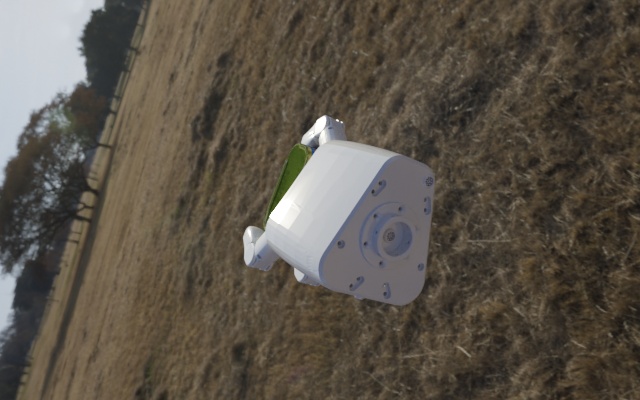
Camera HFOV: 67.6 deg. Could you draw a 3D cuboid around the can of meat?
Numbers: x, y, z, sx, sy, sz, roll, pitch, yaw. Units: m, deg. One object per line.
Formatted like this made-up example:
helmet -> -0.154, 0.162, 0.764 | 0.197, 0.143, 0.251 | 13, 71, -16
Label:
can of meat -> 0.000, 0.001, 0.478 | 0.084, 0.102, 0.057 | 18, 7, -27
